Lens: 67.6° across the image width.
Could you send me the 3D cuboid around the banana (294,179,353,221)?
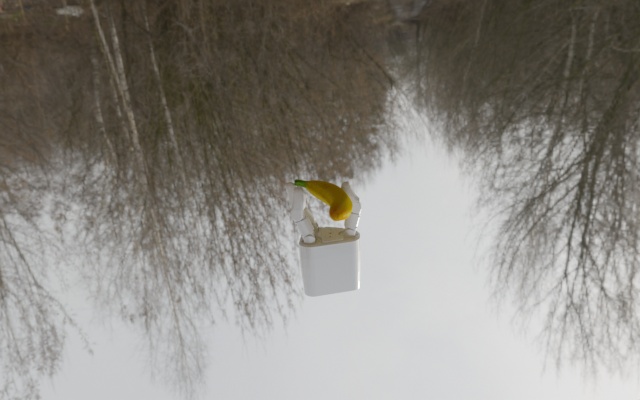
[{"bbox_3d":[0.016,-0.001,0.816,0.069,0.037,0.197,-8,18,-19],"label":"banana"}]
